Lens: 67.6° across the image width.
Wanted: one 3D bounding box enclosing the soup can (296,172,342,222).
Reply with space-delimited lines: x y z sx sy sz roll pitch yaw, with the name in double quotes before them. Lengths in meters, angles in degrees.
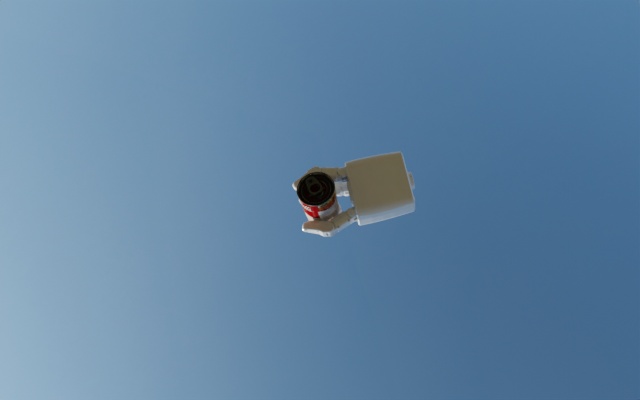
"soup can" 0.000 0.003 0.865 0.068 0.068 0.102 0 -28 11
